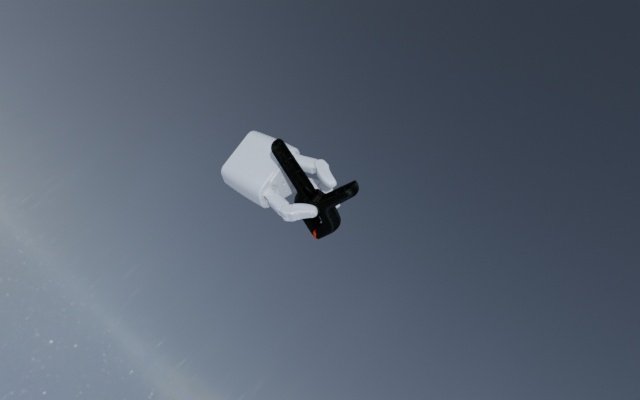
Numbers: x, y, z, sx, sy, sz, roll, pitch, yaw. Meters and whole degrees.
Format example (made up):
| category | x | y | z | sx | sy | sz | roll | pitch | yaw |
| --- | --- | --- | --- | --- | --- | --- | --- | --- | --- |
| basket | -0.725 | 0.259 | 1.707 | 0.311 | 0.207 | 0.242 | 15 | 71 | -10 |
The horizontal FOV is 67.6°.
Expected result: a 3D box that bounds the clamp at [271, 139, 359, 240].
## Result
| category | x | y | z | sx | sy | sz | roll | pitch | yaw |
| --- | --- | --- | --- | --- | --- | --- | --- | --- | --- |
| clamp | 0.000 | 0.003 | 0.799 | 0.164 | 0.210 | 0.036 | 28 | 59 | 30 |
